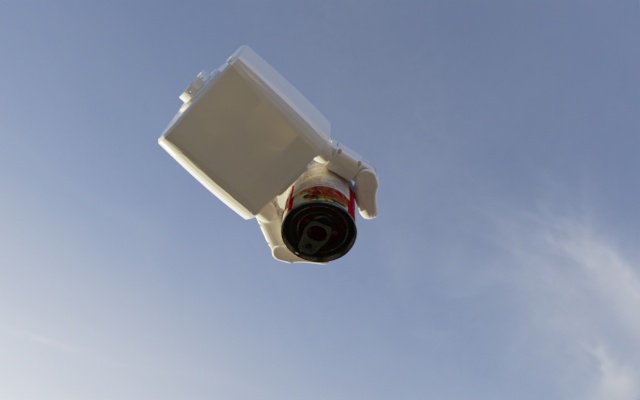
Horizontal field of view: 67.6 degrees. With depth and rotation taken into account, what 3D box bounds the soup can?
[{"bbox_3d":[0.001,0.002,0.463,0.068,0.068,0.102,0,33,3],"label":"soup can"}]
